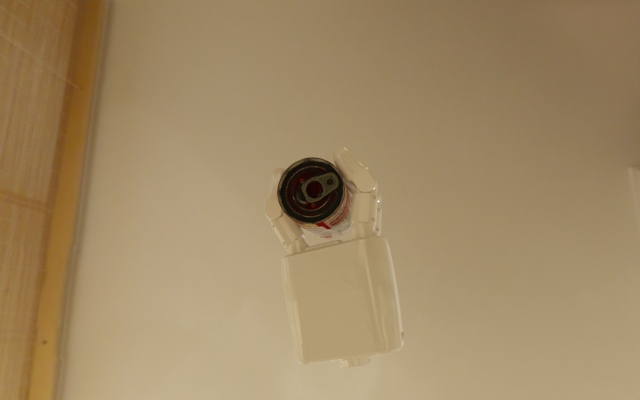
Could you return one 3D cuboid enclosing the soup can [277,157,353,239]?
[{"bbox_3d":[0.000,0.001,0.515,0.068,0.068,0.102,0,-14,12],"label":"soup can"}]
